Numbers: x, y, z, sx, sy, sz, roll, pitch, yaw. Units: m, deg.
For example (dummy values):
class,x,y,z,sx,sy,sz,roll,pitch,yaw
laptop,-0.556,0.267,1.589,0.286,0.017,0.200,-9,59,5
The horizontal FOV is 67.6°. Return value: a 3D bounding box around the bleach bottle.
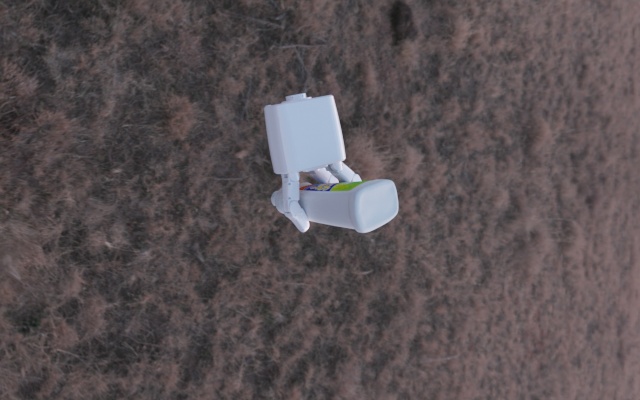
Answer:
class,x,y,z,sx,sy,sz,roll,pitch,yaw
bleach bottle,0.000,0.003,0.788,0.102,0.068,0.251,-21,16,-41
